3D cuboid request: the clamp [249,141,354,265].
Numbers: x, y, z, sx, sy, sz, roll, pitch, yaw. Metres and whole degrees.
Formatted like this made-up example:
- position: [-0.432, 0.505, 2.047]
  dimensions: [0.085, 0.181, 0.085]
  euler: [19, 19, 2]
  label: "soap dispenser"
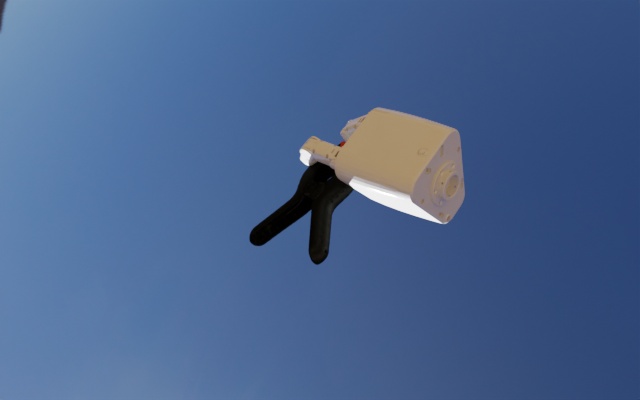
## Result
- position: [0.000, 0.002, 0.572]
  dimensions: [0.120, 0.171, 0.039]
  euler: [24, -20, 41]
  label: "clamp"
